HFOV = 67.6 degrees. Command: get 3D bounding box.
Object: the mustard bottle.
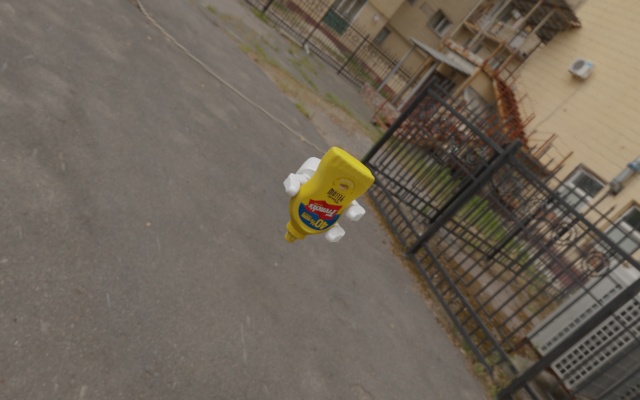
[{"bbox_3d":[0.000,0.003,0.849,0.096,0.192,0.058,31,20,-30],"label":"mustard bottle"}]
